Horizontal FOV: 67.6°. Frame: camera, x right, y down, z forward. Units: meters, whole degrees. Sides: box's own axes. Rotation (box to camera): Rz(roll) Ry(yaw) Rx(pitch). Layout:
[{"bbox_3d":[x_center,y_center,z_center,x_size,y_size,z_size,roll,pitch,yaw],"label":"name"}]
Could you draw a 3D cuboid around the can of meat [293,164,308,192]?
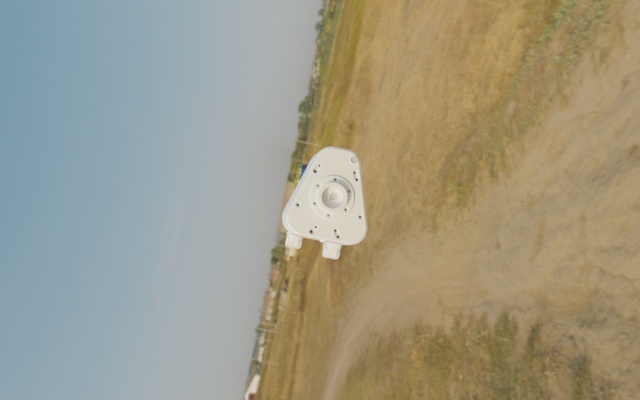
[{"bbox_3d":[0.000,0.002,0.688,0.084,0.102,0.057,11,1,-4],"label":"can of meat"}]
